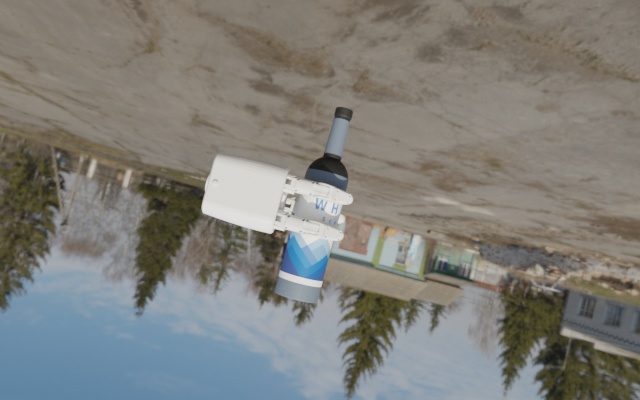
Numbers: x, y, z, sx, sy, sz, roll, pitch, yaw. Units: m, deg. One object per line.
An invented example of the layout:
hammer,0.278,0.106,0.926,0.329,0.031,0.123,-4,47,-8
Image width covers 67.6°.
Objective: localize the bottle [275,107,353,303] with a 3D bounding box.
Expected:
bottle,0.000,0.003,0.725,0.069,0.295,0.069,15,-4,1
